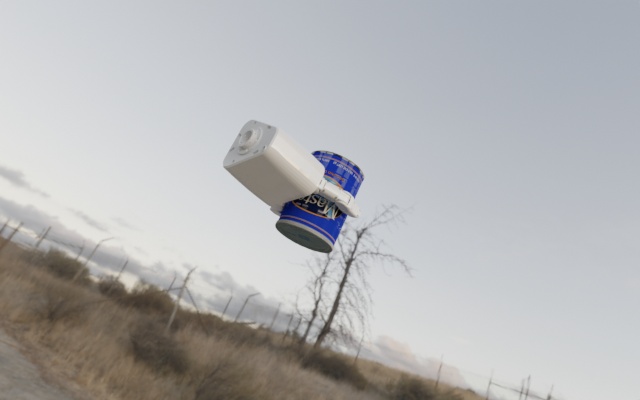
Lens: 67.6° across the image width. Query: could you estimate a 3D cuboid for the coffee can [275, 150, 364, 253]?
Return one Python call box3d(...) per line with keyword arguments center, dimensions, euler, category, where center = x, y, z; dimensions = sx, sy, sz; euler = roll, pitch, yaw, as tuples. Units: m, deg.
box3d(center=(0.000, 0.003, 0.797), dimensions=(0.103, 0.140, 0.103), euler=(22, -20, 9), category="coffee can")
